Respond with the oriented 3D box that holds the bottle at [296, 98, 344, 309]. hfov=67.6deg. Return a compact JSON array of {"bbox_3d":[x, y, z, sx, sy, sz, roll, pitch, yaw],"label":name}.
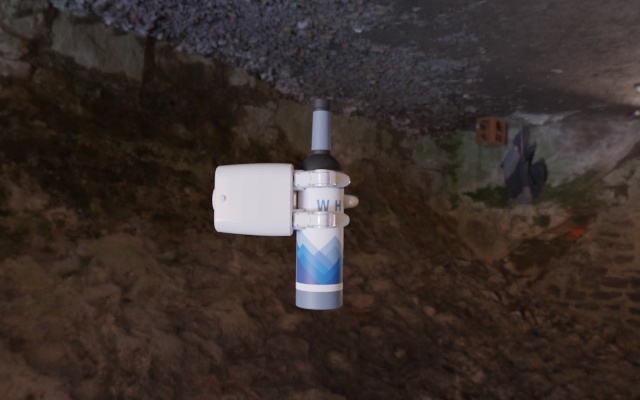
[{"bbox_3d":[0.000,0.003,0.686,0.069,0.295,0.069,1,-2,0],"label":"bottle"}]
